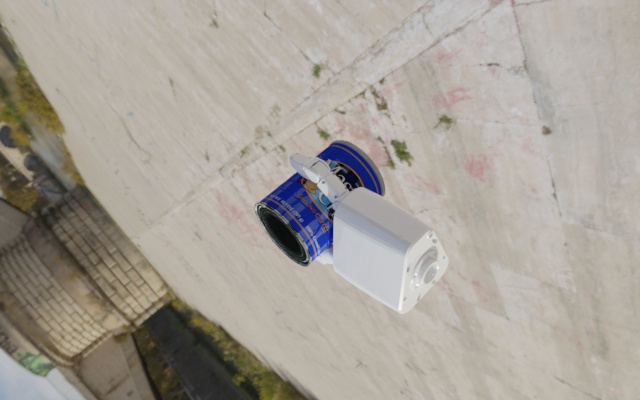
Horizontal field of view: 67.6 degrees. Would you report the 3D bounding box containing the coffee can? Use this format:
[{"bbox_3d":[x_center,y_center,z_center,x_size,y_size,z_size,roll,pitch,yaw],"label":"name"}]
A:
[{"bbox_3d":[0.000,0.002,0.621,0.140,0.103,0.103,-40,18,-22],"label":"coffee can"}]
